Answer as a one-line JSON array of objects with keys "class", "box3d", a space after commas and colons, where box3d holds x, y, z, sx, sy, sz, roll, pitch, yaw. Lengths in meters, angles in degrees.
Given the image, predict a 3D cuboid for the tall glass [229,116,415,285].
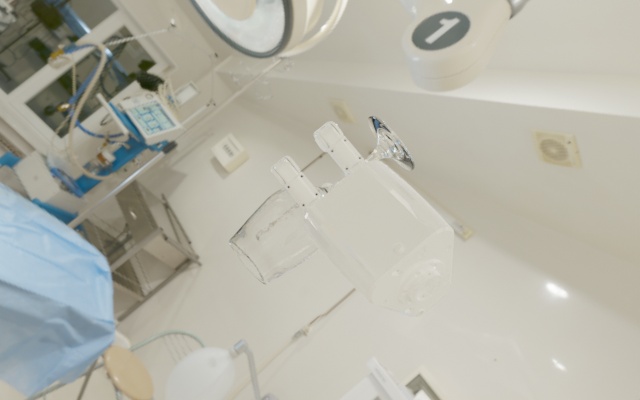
[{"class": "tall glass", "box3d": [0.001, 0.001, 0.507, 0.201, 0.079, 0.079, -39, 2, -3]}]
